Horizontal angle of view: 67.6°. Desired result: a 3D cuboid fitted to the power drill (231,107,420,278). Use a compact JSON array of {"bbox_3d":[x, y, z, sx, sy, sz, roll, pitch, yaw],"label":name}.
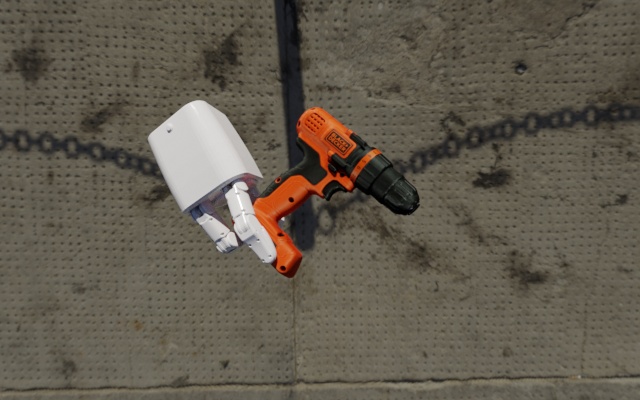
[{"bbox_3d":[0.000,0.002,0.581,0.184,0.187,0.057,42,-3,19],"label":"power drill"}]
